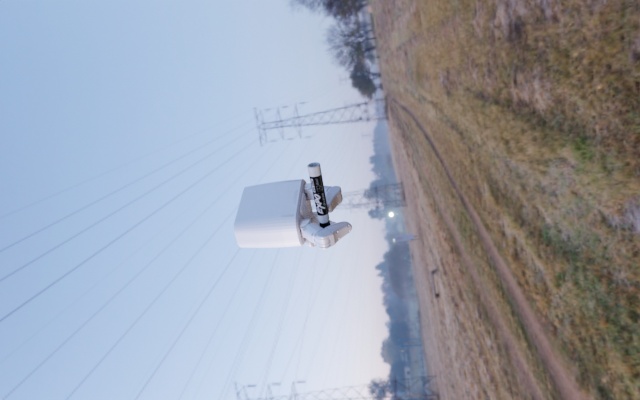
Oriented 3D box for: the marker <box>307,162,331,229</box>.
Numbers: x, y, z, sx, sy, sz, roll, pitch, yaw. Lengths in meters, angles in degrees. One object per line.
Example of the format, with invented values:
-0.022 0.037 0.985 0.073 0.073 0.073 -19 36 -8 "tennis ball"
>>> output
0.000 0.002 0.704 0.020 0.121 0.020 -9 27 4 "marker"
